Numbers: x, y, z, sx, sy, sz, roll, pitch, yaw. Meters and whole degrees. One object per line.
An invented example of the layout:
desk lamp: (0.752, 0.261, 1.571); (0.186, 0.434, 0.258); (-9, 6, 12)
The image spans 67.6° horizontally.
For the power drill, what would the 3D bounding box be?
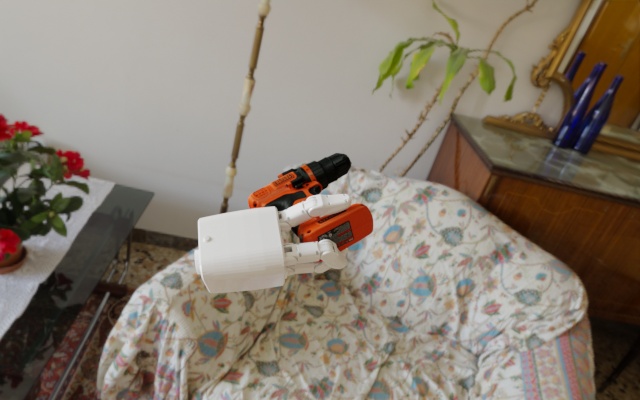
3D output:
power drill: (0.000, 0.003, 0.722); (0.184, 0.057, 0.187); (-29, 35, -13)
